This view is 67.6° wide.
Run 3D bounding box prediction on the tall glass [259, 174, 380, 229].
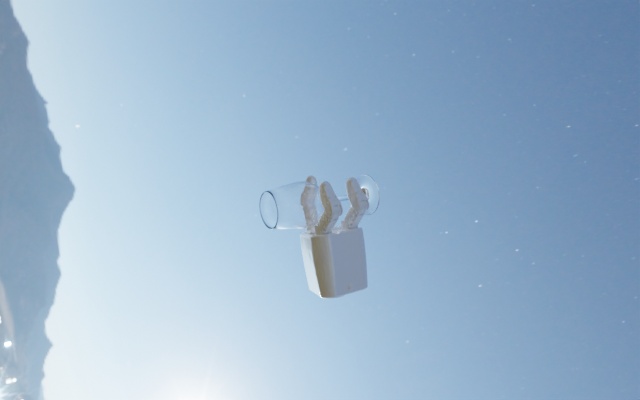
[{"bbox_3d":[0.001,0.002,0.808,0.201,0.079,0.079,-8,5,-33],"label":"tall glass"}]
